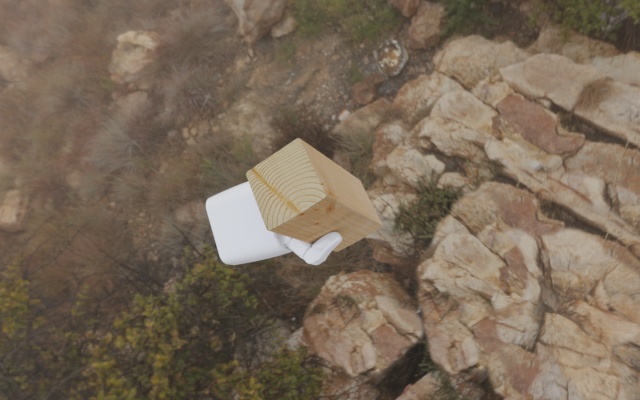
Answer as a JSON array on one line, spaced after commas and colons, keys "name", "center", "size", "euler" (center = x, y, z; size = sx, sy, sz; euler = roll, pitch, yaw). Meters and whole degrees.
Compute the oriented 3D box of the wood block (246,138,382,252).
[{"name": "wood block", "center": [0.000, 0.003, 0.674], "size": [0.090, 0.090, 0.206], "euler": [-31, -24, 17]}]
